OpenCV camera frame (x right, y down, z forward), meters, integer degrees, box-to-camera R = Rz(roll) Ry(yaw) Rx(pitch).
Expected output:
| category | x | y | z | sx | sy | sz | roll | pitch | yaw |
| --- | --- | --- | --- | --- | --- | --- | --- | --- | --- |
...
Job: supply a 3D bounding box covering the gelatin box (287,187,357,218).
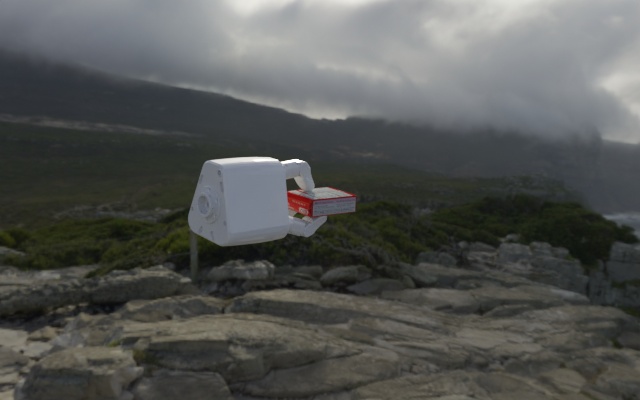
| category | x | y | z | sx | sy | sz | roll | pitch | yaw |
| --- | --- | --- | --- | --- | --- | --- | --- | --- | --- |
| gelatin box | 0.000 | 0.002 | 0.745 | 0.089 | 0.030 | 0.073 | -7 | 15 | -35 |
